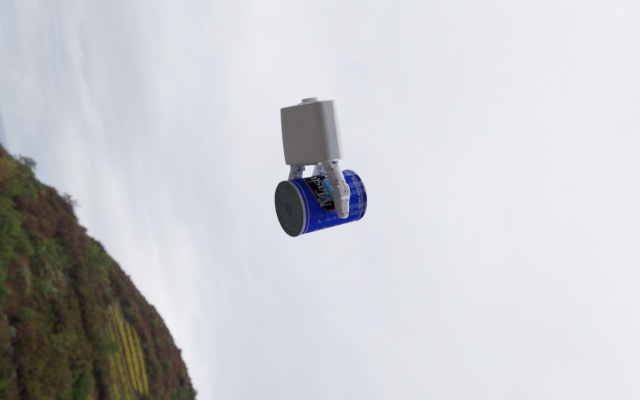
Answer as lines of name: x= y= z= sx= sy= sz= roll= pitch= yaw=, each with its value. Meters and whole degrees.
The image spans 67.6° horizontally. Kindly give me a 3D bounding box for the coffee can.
coffee can: x=0.000 y=0.003 z=0.879 sx=0.140 sy=0.103 sz=0.103 roll=-12 pitch=6 yaw=-31
